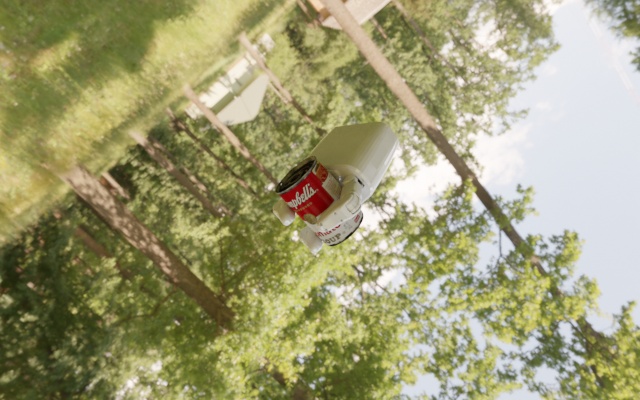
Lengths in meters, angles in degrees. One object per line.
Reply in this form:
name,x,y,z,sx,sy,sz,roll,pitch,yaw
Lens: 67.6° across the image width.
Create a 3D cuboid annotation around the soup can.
soup can,0.000,0.003,0.622,0.068,0.102,0.068,-37,19,15
